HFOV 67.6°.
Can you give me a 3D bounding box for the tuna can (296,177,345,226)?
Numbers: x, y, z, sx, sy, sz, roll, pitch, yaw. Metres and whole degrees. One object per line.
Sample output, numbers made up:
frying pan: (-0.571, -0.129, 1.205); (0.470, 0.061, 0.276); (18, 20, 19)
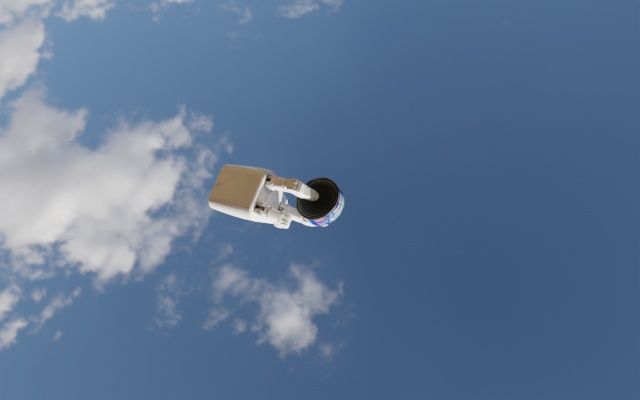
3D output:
tuna can: (0.000, 0.003, 0.874); (0.086, 0.086, 0.034); (0, -27, 27)
